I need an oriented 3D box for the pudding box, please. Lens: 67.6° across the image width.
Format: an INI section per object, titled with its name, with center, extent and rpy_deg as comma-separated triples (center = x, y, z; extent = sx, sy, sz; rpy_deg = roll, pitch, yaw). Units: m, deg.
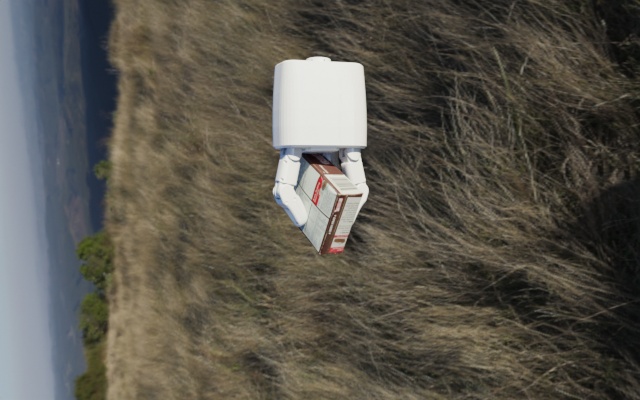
[pudding box]
center = 0.000, 0.002, 0.613
extent = 0.039, 0.090, 0.113
rpy_deg = 0, 30, -30
